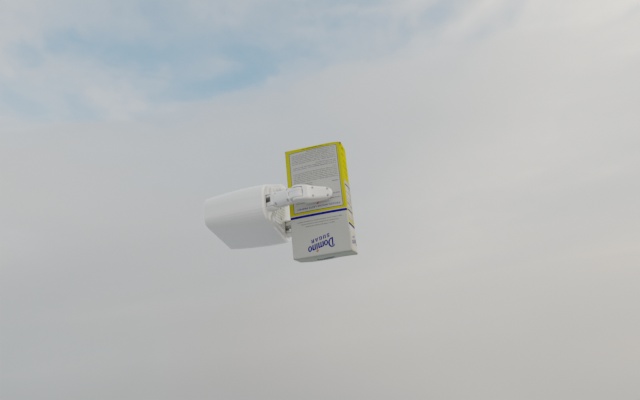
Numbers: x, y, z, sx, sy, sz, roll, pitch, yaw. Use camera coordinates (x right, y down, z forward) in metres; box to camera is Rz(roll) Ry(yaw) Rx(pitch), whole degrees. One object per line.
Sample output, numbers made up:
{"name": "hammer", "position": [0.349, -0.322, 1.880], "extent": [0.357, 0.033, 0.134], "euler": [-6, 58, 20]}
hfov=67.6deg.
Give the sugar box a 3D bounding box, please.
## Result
{"name": "sugar box", "position": [0.000, 0.002, 0.736], "extent": [0.093, 0.176, 0.048], "euler": [-10, -16, 15]}
